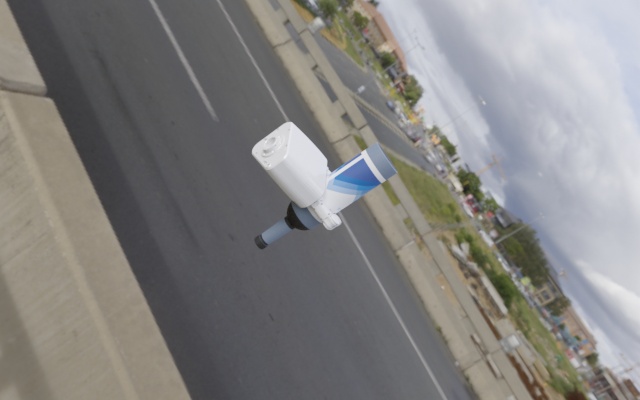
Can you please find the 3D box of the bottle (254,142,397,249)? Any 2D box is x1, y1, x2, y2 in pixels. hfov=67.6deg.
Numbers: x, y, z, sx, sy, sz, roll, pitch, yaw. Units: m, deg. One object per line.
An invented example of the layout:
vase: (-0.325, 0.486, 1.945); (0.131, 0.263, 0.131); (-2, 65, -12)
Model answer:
bottle: (0.000, 0.003, 0.884); (0.296, 0.069, 0.069); (-34, -9, 13)
